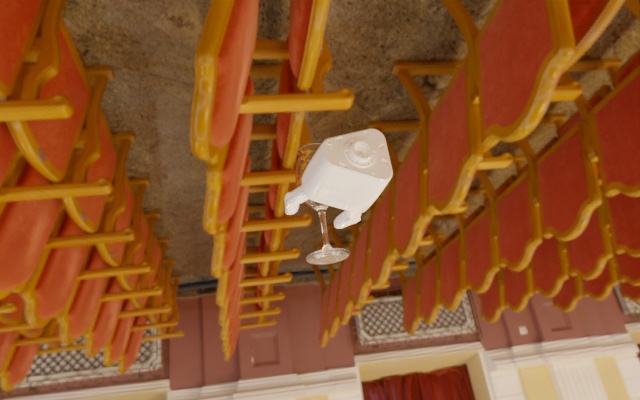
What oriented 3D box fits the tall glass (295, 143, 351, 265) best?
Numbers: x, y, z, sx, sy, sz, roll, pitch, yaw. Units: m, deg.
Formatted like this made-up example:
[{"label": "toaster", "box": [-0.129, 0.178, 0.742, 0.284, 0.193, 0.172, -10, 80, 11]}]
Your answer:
[{"label": "tall glass", "box": [0.000, 0.003, 0.820, 0.079, 0.201, 0.079, -7, -25, -3]}]
